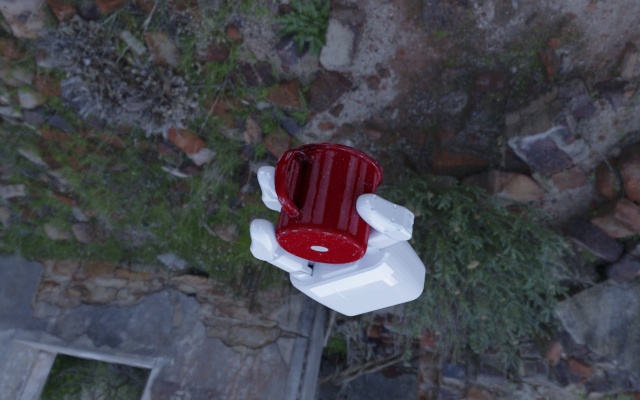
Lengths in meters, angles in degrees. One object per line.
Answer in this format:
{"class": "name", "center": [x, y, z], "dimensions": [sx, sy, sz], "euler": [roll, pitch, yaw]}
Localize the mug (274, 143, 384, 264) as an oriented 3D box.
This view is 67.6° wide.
{"class": "mug", "center": [-0.001, 0.001, 0.423], "dimensions": [0.093, 0.081, 0.117], "euler": [-8, -32, 33]}
